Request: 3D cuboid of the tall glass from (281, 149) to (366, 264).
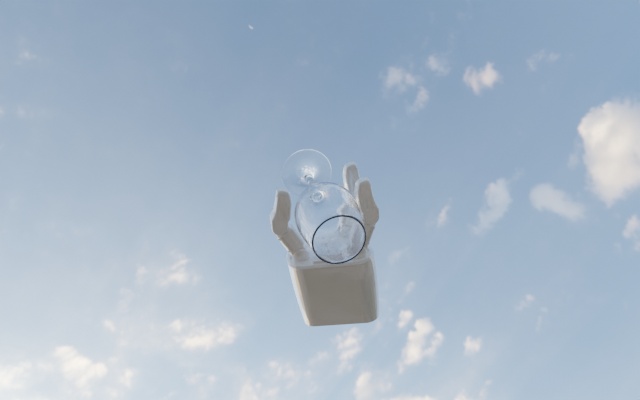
[{"bbox_3d":[0.000,0.002,0.608,0.079,0.079,0.201,0,25,-13],"label":"tall glass"}]
